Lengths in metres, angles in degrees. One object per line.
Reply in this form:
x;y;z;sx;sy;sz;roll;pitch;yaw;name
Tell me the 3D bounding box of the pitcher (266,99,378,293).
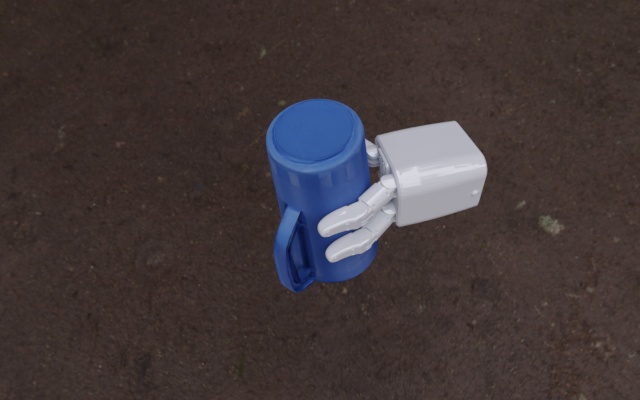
0.000;0.002;0.601;0.145;0.149;0.243;-13;-36;-1;pitcher
